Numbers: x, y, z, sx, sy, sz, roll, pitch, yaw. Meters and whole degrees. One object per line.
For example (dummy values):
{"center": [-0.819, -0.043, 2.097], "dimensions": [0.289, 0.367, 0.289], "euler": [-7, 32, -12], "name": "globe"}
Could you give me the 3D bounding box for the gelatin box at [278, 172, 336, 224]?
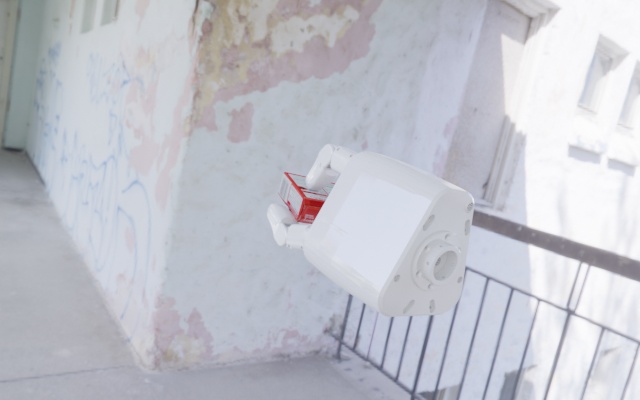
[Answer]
{"center": [0.000, 0.001, 0.521], "dimensions": [0.073, 0.030, 0.089], "euler": [11, 17, -23], "name": "gelatin box"}
